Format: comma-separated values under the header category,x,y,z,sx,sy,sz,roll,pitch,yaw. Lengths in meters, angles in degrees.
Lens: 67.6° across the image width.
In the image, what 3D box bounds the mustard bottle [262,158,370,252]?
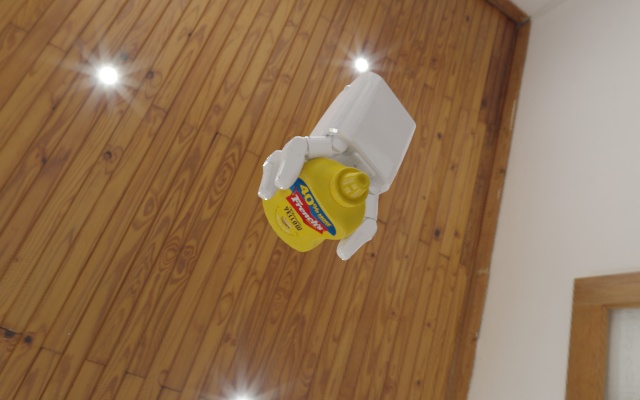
category,x,y,z,sx,sy,sz,roll,pitch,yaw
mustard bottle,0.000,0.002,0.551,0.058,0.096,0.192,-34,3,-30
